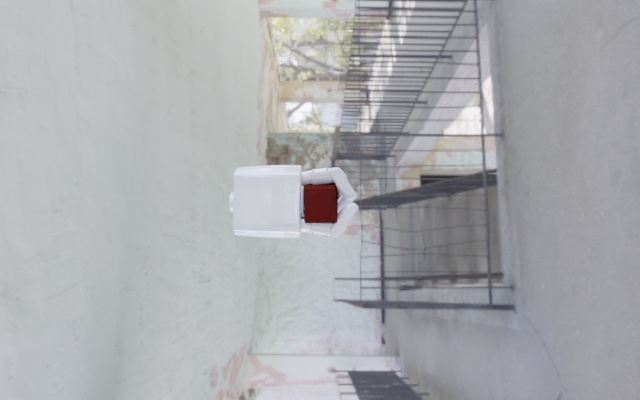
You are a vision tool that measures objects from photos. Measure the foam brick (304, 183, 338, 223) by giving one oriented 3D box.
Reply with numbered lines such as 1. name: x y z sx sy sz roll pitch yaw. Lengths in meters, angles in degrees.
1. foam brick: 0.000 0.002 0.747 0.051 0.053 0.078 0 9 0
